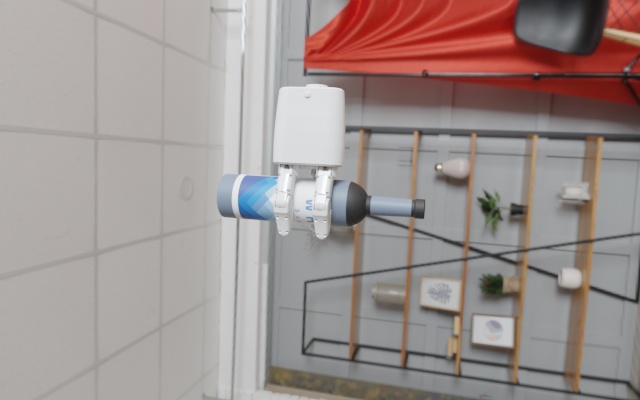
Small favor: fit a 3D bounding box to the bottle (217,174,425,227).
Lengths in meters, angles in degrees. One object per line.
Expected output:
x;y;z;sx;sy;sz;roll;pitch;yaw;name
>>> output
0.000;0.002;0.688;0.295;0.069;0.069;4;1;13;bottle
